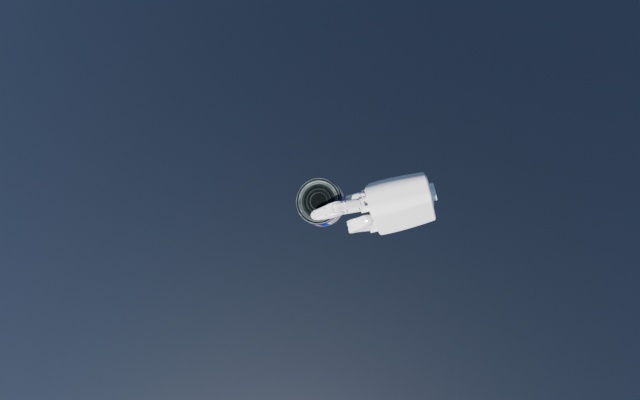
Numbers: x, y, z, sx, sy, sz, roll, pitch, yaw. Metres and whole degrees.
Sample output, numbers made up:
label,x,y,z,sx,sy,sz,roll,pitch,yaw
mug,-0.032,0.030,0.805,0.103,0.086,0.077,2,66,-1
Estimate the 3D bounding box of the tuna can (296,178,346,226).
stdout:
label,x,y,z,sx,sy,sz,roll,pitch,yaw
tuna can,0.000,0.003,0.857,0.086,0.086,0.034,0,-6,16
